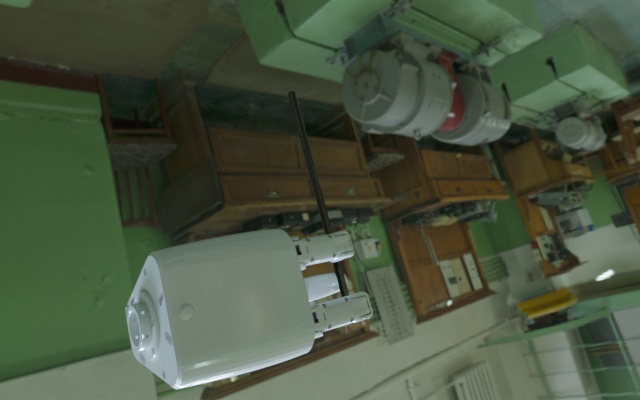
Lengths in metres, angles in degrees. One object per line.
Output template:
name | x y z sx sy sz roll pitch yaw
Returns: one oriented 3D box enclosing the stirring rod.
stirring rod | 0.000 0.001 0.472 0.011 0.239 0.011 -14 -12 -3
